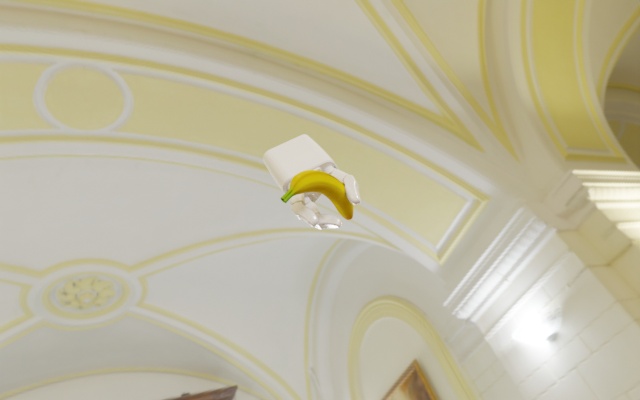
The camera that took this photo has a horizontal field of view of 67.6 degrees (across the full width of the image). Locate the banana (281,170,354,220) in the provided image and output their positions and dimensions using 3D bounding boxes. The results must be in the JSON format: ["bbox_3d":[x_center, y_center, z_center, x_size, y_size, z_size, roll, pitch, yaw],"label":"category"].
[{"bbox_3d":[0.007,-0.014,0.846,0.198,0.069,0.037,18,17,-49],"label":"banana"}]
